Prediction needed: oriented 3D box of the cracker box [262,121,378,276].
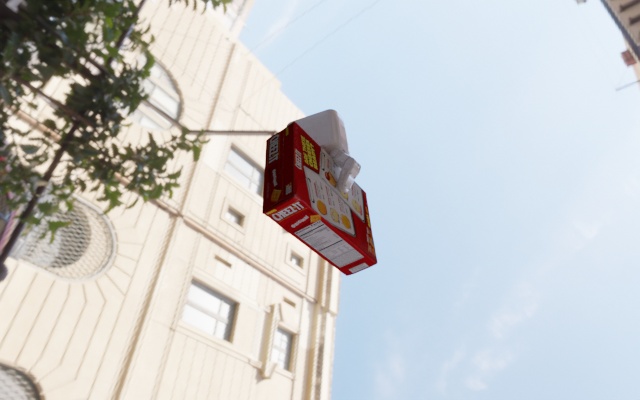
[{"bbox_3d":[0.000,0.003,0.774,0.072,0.164,0.214,-29,-48,25],"label":"cracker box"}]
